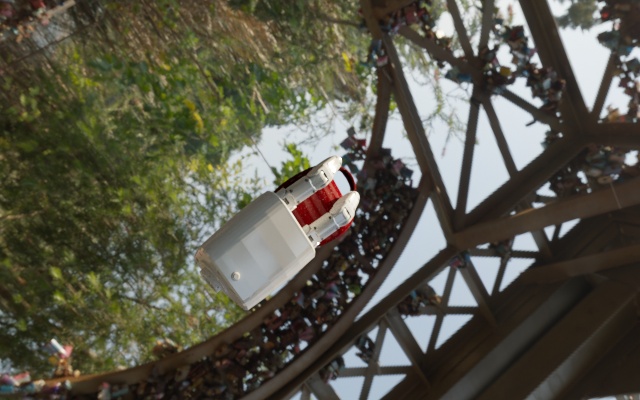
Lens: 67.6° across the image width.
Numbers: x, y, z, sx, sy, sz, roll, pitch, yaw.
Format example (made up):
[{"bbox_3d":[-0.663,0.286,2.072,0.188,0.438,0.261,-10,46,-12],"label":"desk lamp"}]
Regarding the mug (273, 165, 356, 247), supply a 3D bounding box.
[{"bbox_3d":[0.001,0.001,0.644,0.117,0.081,0.093,-38,19,-22],"label":"mug"}]
